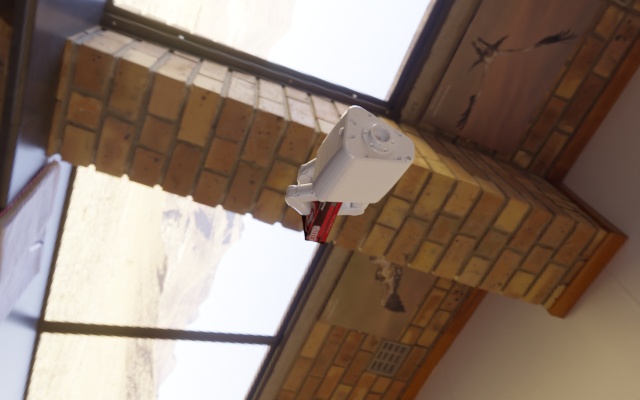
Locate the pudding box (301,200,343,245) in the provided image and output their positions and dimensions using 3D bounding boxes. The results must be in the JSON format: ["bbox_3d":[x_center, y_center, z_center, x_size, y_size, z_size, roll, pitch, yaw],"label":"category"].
[{"bbox_3d":[0.000,0.003,0.768,0.039,0.090,0.113,17,28,-14],"label":"pudding box"}]
